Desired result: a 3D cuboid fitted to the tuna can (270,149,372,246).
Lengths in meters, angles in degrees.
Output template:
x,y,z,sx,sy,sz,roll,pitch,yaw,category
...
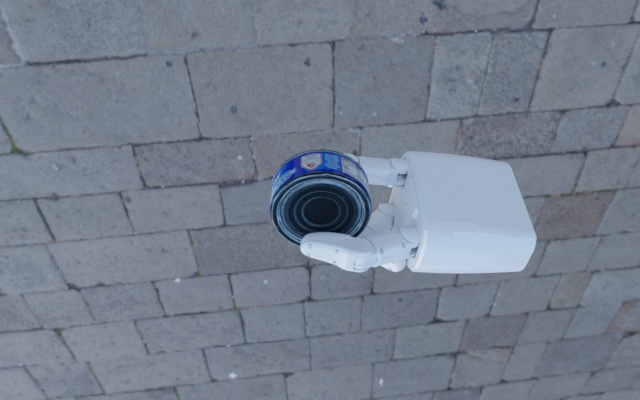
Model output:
x,y,z,sx,sy,sz,roll,pitch,yaw,category
0.000,0.002,0.405,0.086,0.086,0.033,0,39,-2,tuna can
